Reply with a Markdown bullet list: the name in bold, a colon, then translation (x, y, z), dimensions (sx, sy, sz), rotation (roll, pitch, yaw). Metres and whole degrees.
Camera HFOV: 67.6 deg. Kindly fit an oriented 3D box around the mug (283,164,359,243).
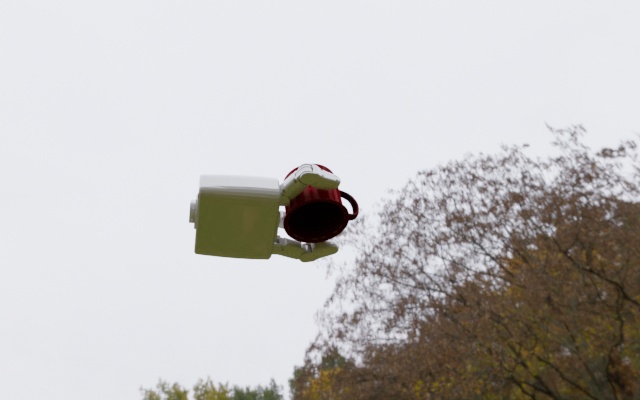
- **mug**: translation (0.001, 0.002, 0.691), dimensions (0.117, 0.081, 0.093), rotation (4, -45, -17)
